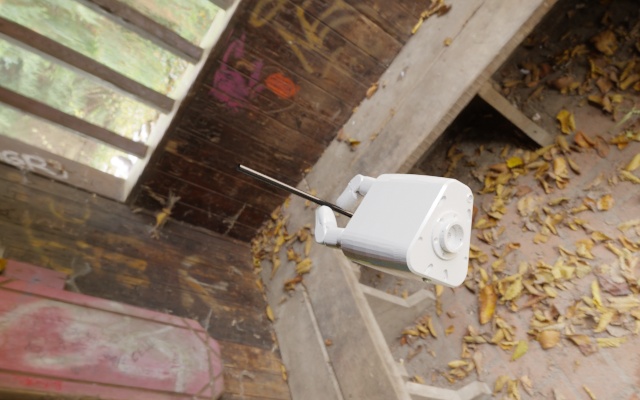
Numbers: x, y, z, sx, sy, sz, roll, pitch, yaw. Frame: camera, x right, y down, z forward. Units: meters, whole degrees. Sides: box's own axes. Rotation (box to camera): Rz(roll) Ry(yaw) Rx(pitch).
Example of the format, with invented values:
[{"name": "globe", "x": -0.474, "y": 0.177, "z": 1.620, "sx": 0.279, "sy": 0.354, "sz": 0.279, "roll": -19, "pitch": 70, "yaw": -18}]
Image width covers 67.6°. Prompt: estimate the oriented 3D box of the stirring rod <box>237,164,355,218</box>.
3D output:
[{"name": "stirring rod", "x": 0.000, "y": 0.002, "z": 0.607, "sx": 0.239, "sy": 0.011, "sz": 0.011, "roll": 23, "pitch": -13, "yaw": -33}]
